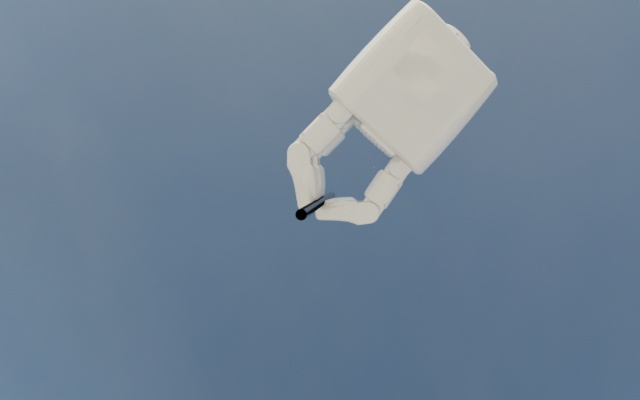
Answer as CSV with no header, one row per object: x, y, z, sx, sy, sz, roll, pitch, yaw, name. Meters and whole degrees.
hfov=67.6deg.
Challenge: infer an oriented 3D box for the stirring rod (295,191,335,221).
0.000,0.001,0.443,0.011,0.011,0.239,0,4,6,stirring rod
